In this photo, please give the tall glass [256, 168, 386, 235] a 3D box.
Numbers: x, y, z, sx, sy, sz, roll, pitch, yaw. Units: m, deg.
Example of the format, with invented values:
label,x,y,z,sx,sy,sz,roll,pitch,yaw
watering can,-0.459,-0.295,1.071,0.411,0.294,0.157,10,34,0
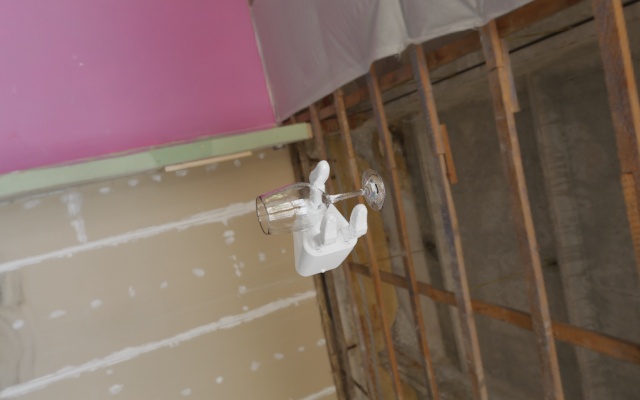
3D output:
label,x,y,z,sx,sy,sz,roll,pitch,yaw
tall glass,0.001,0.002,0.772,0.201,0.079,0.079,-13,5,-22
